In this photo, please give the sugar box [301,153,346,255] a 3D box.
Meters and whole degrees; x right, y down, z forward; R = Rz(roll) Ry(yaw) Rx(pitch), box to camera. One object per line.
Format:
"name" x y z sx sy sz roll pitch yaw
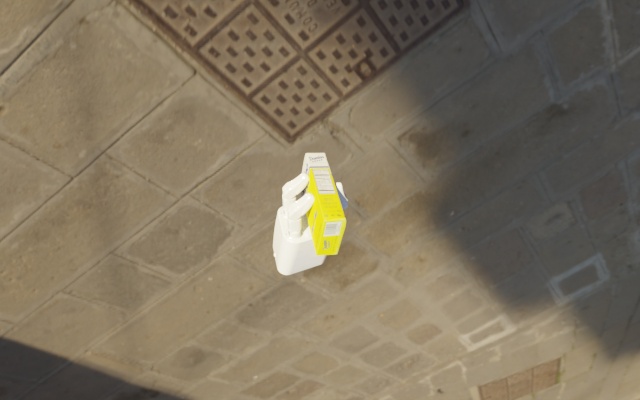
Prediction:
"sugar box" 0.000 0.003 0.869 0.048 0.093 0.176 -3 45 -17
